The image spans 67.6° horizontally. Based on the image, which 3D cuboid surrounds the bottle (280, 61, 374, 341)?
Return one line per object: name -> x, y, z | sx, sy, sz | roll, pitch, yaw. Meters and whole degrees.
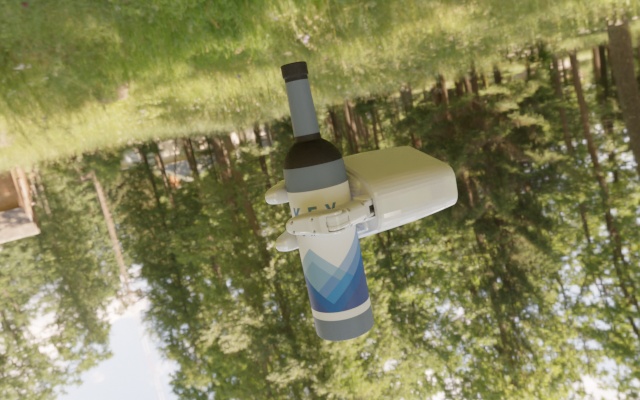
bottle -> 0.000, 0.002, 0.517 | 0.069, 0.296, 0.069 | -11, 10, 2
